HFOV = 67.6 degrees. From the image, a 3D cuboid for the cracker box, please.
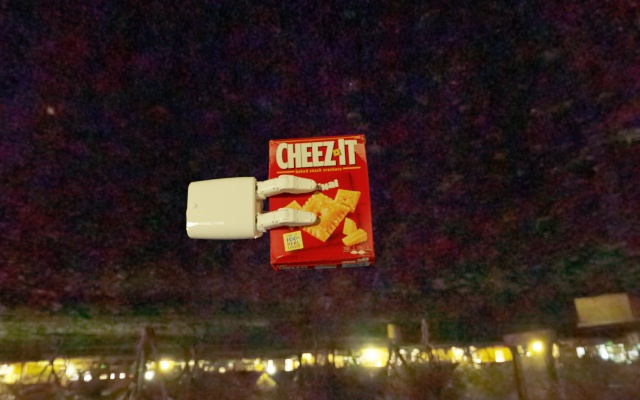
[{"bbox_3d":[0.000,0.003,0.788,0.164,0.213,0.072,-3,-19,2],"label":"cracker box"}]
